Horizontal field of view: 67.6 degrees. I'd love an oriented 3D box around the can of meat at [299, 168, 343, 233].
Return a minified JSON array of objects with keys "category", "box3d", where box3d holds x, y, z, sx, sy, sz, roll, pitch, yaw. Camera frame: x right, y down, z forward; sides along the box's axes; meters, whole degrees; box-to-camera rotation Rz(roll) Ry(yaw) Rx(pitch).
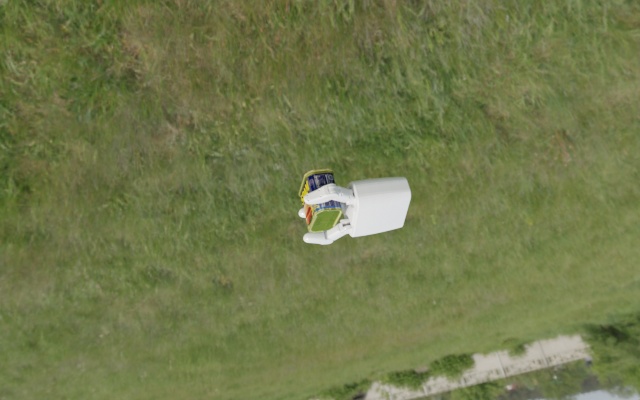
[{"category":"can of meat","box3d":[0.000,0.003,0.890,0.057,0.084,0.102,-6,-26,-16]}]
